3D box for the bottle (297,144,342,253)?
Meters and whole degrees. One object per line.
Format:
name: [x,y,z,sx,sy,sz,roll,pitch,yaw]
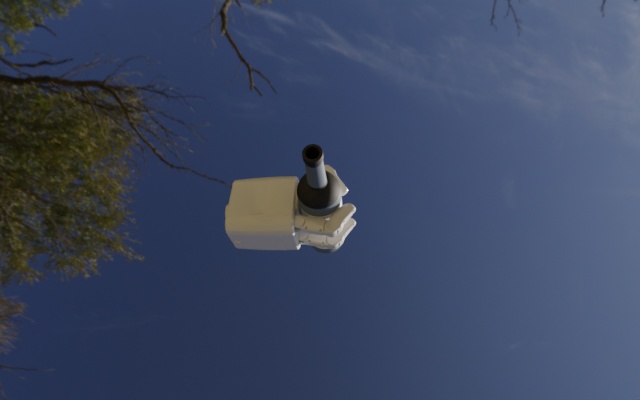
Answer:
bottle: [0.000,0.003,0.747,0.069,0.069,0.296,0,-26,5]
